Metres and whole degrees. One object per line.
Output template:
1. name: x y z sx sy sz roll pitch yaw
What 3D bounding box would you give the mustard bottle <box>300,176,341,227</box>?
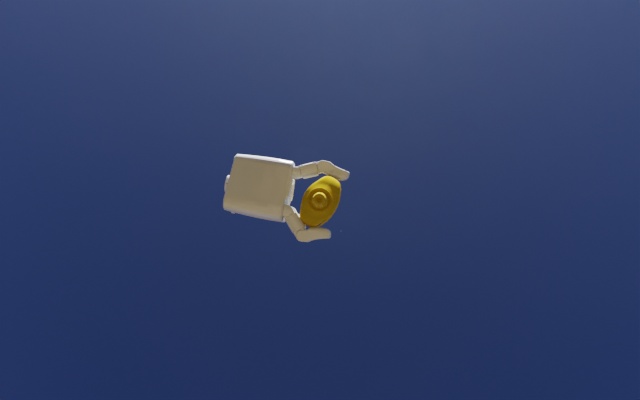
1. mustard bottle: 0.000 0.003 0.853 0.058 0.096 0.191 34 -2 4
